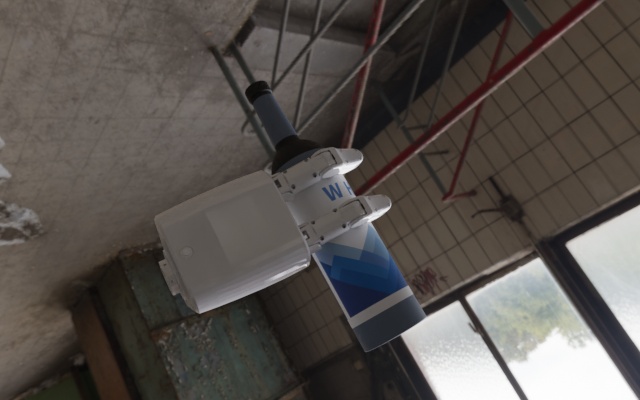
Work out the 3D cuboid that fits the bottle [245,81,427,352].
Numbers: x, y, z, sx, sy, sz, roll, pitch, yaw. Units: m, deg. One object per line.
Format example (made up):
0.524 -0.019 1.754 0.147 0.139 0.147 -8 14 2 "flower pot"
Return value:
0.000 0.002 0.482 0.069 0.295 0.069 -28 -15 -8 "bottle"
